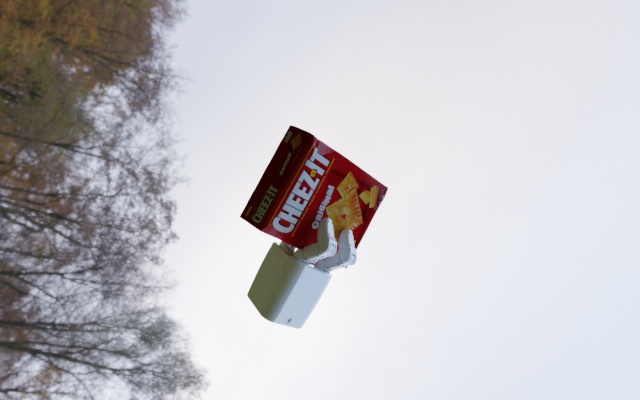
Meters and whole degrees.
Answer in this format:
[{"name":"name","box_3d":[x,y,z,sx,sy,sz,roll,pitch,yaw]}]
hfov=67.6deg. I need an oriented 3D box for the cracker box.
[{"name":"cracker box","box_3d":[0.000,0.003,0.781,0.072,0.164,0.214,27,-1,45]}]
